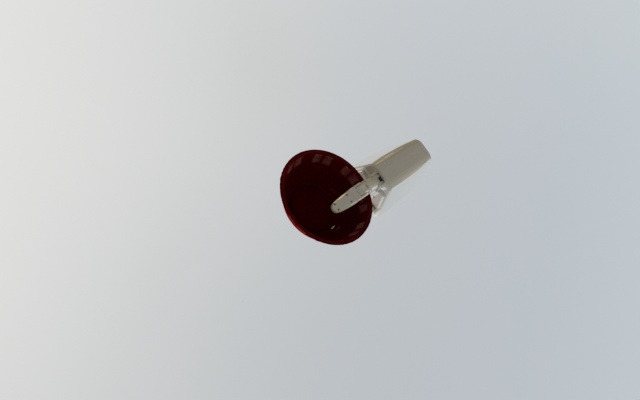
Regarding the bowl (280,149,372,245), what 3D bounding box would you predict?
[{"bbox_3d":[-0.001,0.003,0.752,0.162,0.162,0.055,0,-24,-31],"label":"bowl"}]
